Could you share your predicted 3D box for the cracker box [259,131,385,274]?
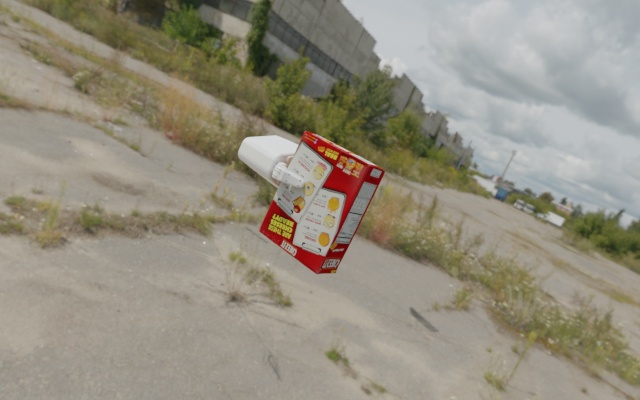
[{"bbox_3d":[0.000,0.003,0.879,0.164,0.214,0.072,32,12,34],"label":"cracker box"}]
